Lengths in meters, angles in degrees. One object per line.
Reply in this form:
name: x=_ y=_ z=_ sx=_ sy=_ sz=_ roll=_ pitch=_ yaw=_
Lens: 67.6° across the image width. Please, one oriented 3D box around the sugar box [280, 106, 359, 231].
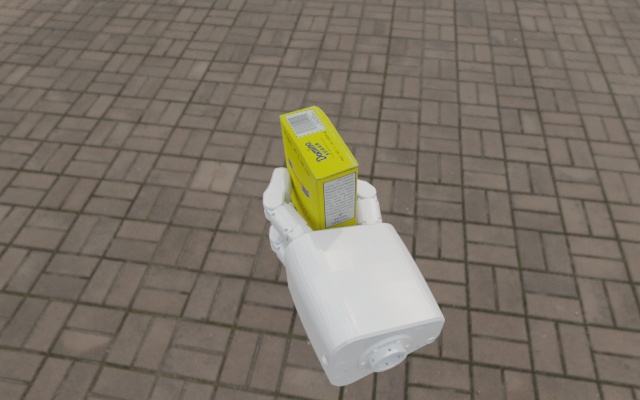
sugar box: x=0.000 y=0.002 z=0.487 sx=0.048 sy=0.093 sz=0.176 roll=-18 pitch=-39 yaw=-14
